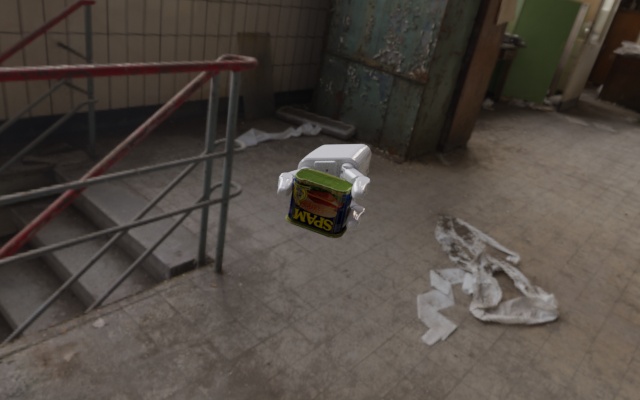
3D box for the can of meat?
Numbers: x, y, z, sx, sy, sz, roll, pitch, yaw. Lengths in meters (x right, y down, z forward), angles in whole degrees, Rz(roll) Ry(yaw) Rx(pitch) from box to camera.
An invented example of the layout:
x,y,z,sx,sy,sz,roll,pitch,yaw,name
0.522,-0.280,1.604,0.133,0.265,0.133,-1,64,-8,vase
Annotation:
x,y,z,sx,sy,sz,roll,pitch,yaw,name
0.000,0.002,0.782,0.102,0.084,0.057,19,27,16,can of meat
